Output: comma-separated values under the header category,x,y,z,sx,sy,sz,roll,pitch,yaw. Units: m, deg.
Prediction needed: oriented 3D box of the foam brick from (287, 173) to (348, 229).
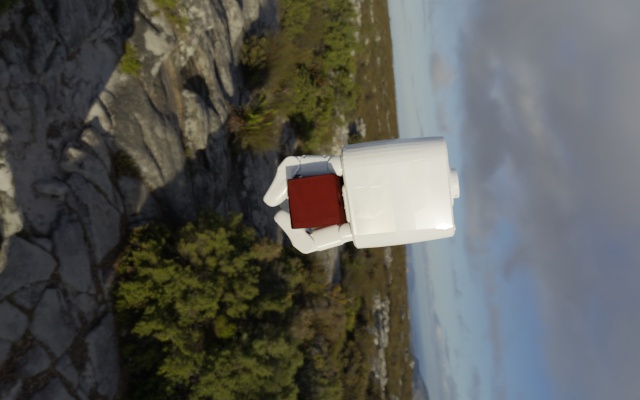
category,x,y,z,sx,sy,sz,roll,pitch,yaw
foam brick,0.000,0.002,0.514,0.051,0.053,0.078,-6,-2,12
